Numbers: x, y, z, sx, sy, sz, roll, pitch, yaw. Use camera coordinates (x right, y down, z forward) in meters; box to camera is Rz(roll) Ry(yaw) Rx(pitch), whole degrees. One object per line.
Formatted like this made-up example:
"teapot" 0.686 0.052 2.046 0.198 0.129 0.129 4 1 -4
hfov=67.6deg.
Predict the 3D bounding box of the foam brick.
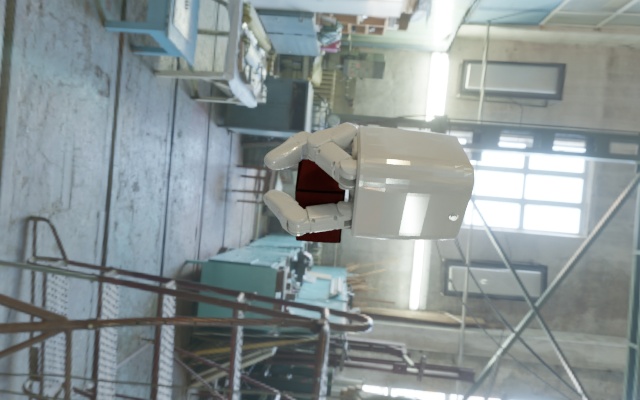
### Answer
"foam brick" 0.000 0.002 0.516 0.051 0.078 0.053 3 45 1
